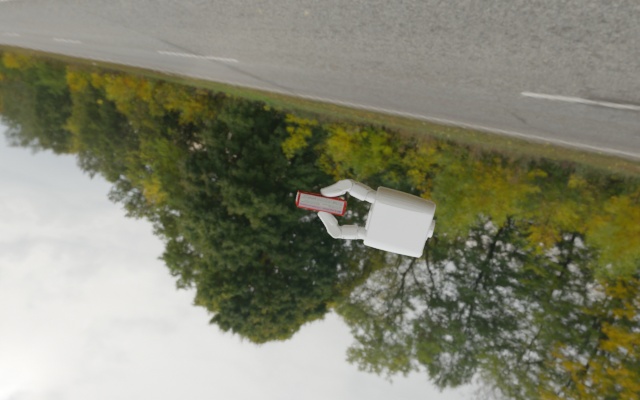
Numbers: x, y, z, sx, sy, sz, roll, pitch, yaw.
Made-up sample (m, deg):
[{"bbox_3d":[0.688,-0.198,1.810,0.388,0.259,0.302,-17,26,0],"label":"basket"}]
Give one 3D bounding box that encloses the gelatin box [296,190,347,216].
[{"bbox_3d":[0.000,0.003,0.890,0.089,0.030,0.073,10,4,-5],"label":"gelatin box"}]
